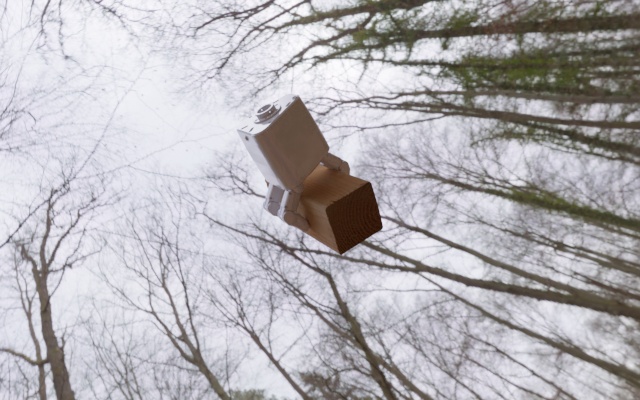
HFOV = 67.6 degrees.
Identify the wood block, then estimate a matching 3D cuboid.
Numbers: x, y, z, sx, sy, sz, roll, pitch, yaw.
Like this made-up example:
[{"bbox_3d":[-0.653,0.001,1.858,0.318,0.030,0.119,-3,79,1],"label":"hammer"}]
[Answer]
[{"bbox_3d":[0.000,0.002,0.810,0.091,0.090,0.206,-30,29,-22],"label":"wood block"}]
